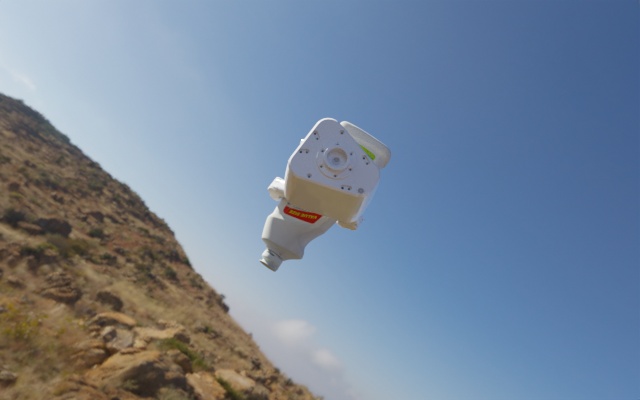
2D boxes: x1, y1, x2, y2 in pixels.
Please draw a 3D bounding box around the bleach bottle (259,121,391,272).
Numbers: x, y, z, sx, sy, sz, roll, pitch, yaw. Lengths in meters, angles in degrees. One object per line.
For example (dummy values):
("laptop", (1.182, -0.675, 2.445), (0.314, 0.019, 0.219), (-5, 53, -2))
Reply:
("bleach bottle", (0.000, 0.002, 0.724), (0.102, 0.250, 0.068), (34, -17, 6))
